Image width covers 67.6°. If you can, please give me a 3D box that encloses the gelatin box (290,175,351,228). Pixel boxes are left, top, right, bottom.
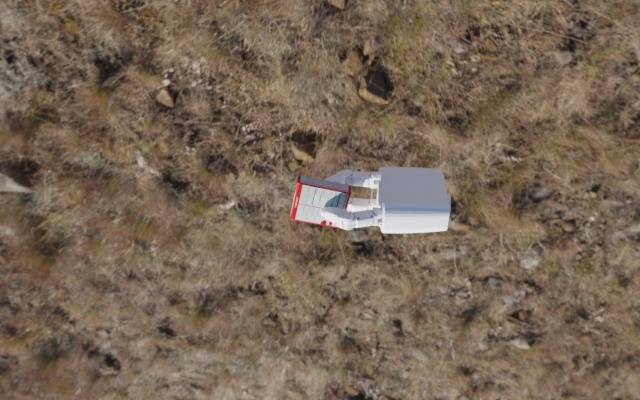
[{"bbox_3d":[0.000,0.003,0.790,0.089,0.073,0.030,10,33,-6],"label":"gelatin box"}]
